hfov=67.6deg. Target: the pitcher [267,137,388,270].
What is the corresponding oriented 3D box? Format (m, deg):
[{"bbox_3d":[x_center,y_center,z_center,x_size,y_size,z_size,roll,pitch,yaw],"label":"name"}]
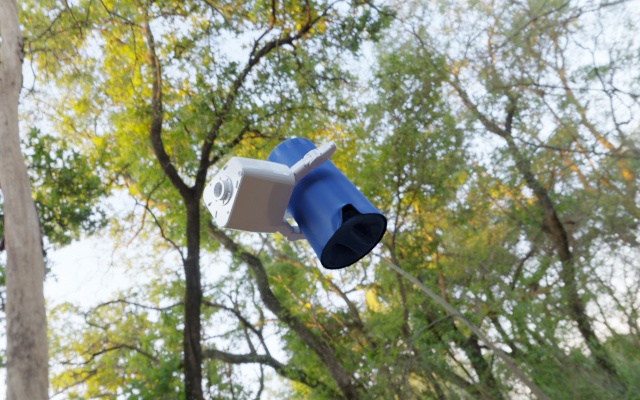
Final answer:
[{"bbox_3d":[0.000,0.003,0.865,0.145,0.149,0.242,8,35,-46],"label":"pitcher"}]
